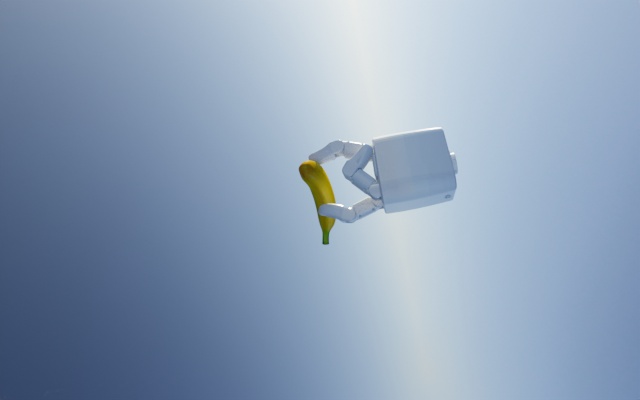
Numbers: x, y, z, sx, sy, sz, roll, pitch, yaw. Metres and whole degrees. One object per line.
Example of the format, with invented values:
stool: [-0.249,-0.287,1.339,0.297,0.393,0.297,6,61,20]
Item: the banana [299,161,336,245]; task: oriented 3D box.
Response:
banana: [0.000,-0.010,0.773,0.037,0.069,0.198,-9,-41,9]
